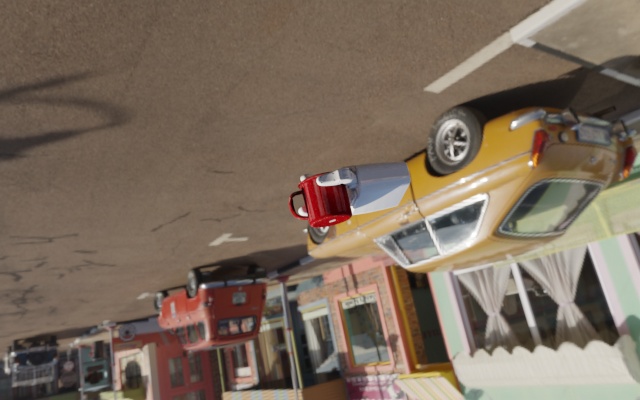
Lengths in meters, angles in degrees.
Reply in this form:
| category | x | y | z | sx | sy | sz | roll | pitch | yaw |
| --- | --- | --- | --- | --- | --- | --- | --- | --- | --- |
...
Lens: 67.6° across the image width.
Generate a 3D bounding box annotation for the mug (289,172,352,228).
| category | x | y | z | sx | sy | sz | roll | pitch | yaw |
| --- | --- | --- | --- | --- | --- | --- | --- | --- | --- |
| mug | -0.001 | 0.003 | 0.882 | 0.117 | 0.081 | 0.093 | -10 | -15 | -14 |
